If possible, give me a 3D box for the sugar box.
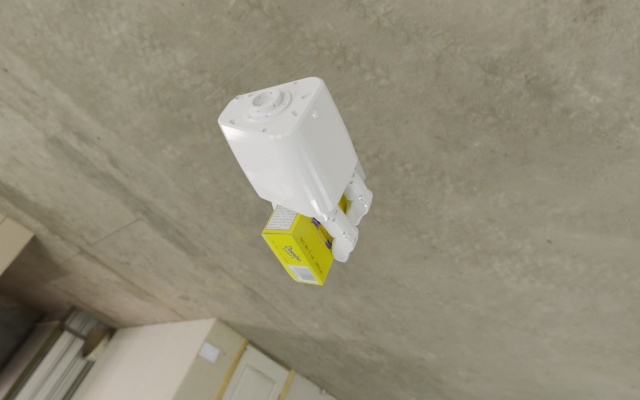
[{"bbox_3d":[0.000,0.002,0.570,0.048,0.176,0.093,2,-41,31],"label":"sugar box"}]
